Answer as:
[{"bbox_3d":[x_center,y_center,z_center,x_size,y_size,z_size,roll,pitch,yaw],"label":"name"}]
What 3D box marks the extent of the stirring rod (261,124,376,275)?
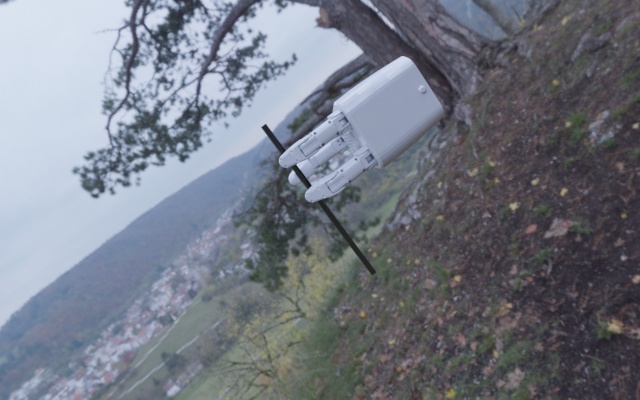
[{"bbox_3d":[0.000,0.002,0.612,0.011,0.239,0.011,-35,11,8],"label":"stirring rod"}]
